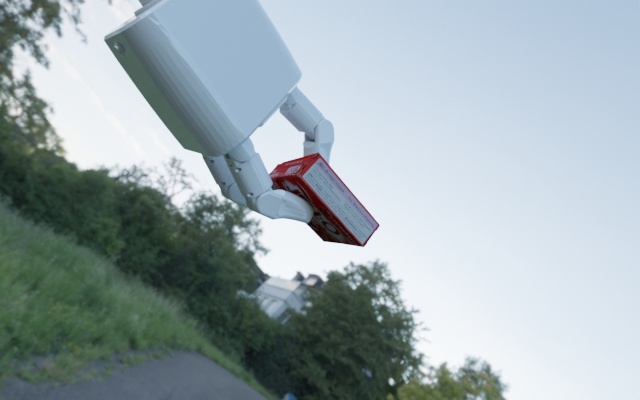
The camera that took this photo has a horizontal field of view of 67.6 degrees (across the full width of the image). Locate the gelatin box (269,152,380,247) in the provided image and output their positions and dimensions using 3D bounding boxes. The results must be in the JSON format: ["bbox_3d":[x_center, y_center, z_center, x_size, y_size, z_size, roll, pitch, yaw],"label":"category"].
[{"bbox_3d":[0.001,0.001,0.428,0.089,0.030,0.073,48,-21,-19],"label":"gelatin box"}]
